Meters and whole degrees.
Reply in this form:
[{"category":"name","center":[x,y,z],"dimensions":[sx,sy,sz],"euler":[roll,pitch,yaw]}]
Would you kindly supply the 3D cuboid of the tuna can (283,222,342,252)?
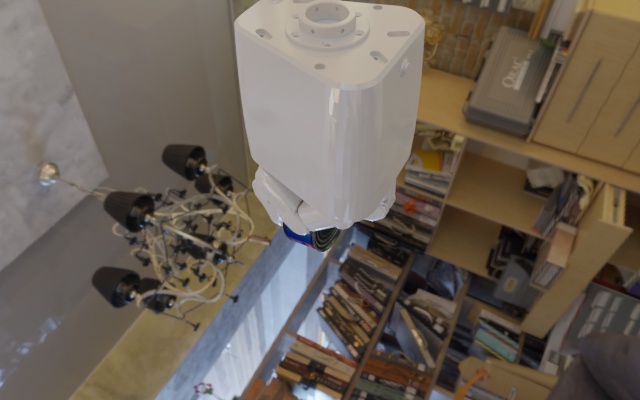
[{"category":"tuna can","center":[0.000,0.001,0.436],"dimensions":[0.034,0.086,0.086],"euler":[18,6,20]}]
